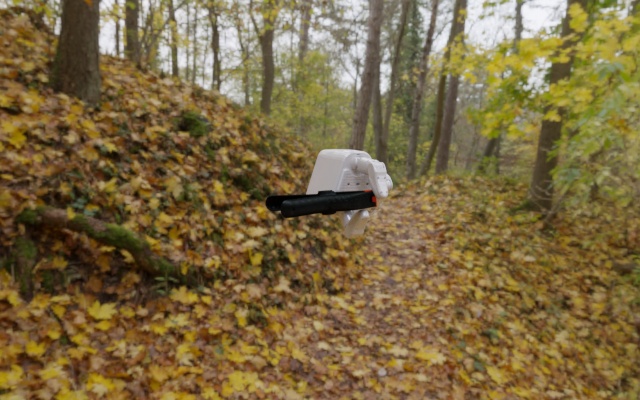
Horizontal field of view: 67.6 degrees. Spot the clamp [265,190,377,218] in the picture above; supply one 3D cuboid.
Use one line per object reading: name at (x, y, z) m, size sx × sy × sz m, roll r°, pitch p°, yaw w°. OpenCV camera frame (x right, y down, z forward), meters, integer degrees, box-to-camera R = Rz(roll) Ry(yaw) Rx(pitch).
clamp at (0.000, 0.002, 0.730) m, size 0.171 × 0.039 × 0.120 m, roll -3°, pitch 11°, yaw -26°
